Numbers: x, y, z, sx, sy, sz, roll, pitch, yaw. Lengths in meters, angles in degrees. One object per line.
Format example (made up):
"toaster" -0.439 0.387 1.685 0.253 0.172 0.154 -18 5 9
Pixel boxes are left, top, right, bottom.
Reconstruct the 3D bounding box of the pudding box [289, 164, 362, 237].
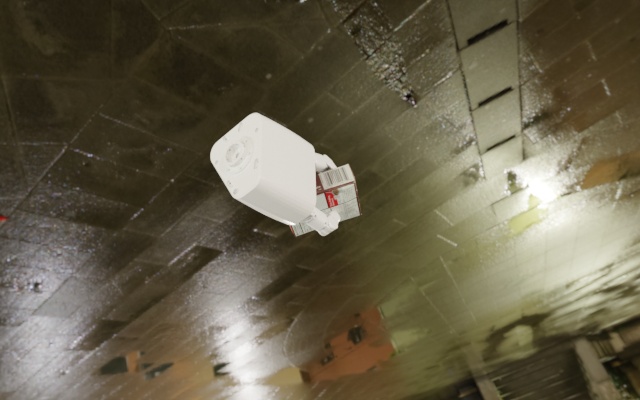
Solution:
"pudding box" 0.000 0.002 0.709 0.113 0.039 0.090 -17 -35 0
